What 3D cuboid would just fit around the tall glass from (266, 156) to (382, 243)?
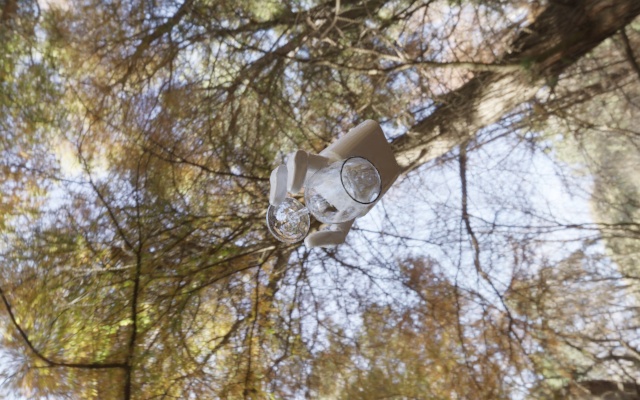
[{"bbox_3d":[0.000,0.002,0.659,0.079,0.079,0.201,0,-16,-31],"label":"tall glass"}]
